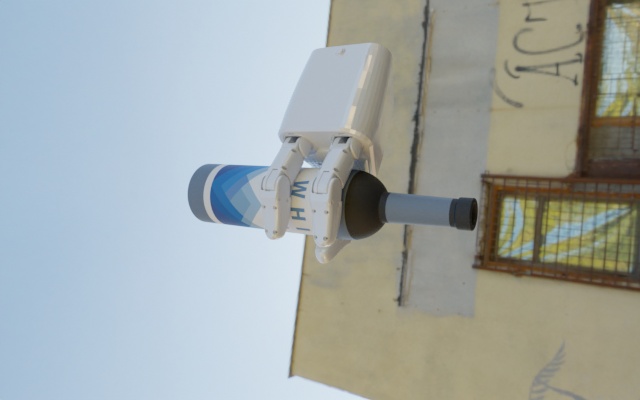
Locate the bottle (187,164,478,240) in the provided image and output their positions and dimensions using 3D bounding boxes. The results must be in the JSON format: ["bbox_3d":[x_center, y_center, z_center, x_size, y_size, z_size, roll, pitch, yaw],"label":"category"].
[{"bbox_3d":[0.000,0.002,0.467,0.295,0.069,0.069,5,2,30],"label":"bottle"}]
